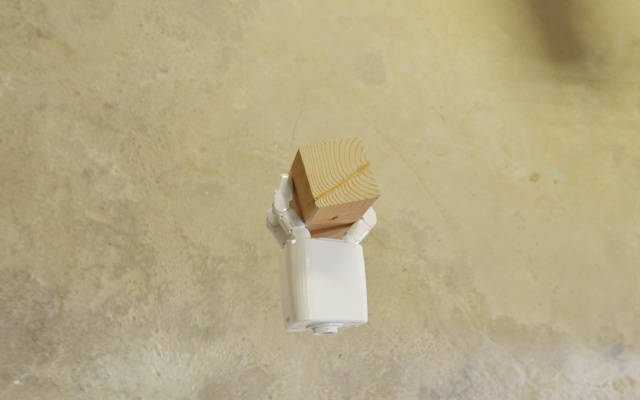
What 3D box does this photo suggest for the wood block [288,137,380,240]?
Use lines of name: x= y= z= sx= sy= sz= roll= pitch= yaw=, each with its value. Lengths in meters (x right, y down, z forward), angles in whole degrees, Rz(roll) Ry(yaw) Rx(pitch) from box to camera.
wood block: x=0.001 y=0.003 z=0.695 sx=0.091 sy=0.090 sz=0.206 roll=-10 pitch=-20 yaw=-19
